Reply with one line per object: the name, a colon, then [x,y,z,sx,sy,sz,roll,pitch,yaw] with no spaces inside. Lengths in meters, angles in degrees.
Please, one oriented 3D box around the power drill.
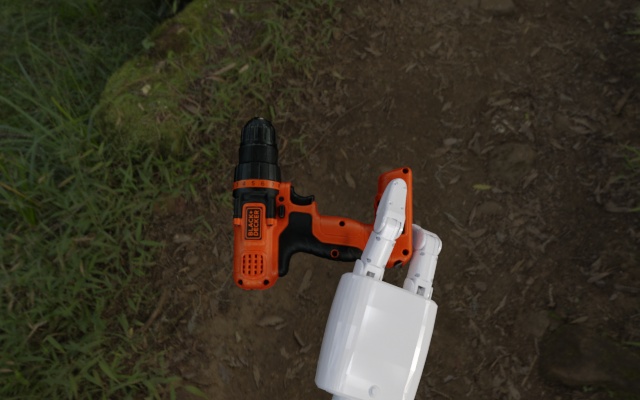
power drill: [0.001,0.002,0.506,0.187,0.184,0.057,0,-8,2]
